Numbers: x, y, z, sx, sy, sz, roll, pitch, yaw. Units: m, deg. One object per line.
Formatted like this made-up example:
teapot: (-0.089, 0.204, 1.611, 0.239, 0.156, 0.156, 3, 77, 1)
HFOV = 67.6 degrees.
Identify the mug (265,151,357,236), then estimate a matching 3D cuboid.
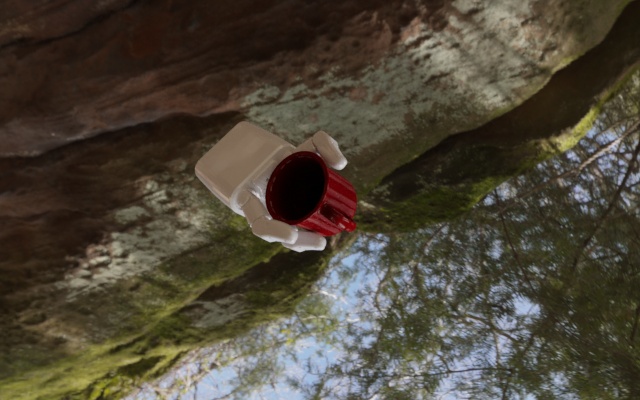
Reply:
mug: (0.001, 0.003, 0.585, 0.117, 0.093, 0.081, 35, 4, 39)
